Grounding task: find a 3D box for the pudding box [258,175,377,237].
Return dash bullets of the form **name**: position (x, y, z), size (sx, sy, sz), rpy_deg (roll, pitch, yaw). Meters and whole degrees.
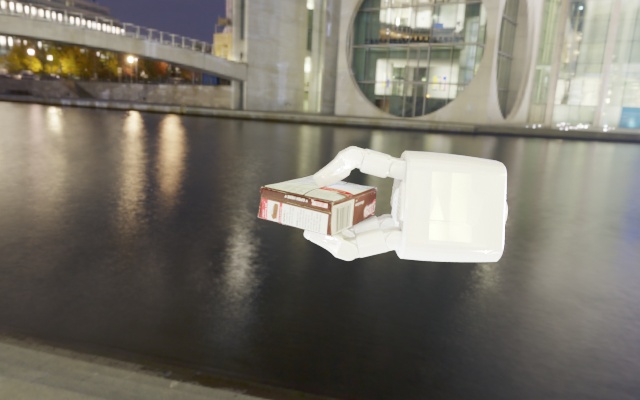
- **pudding box**: position (0.000, 0.002, 0.526), size (0.090, 0.039, 0.113), rpy_deg (12, 13, 27)
